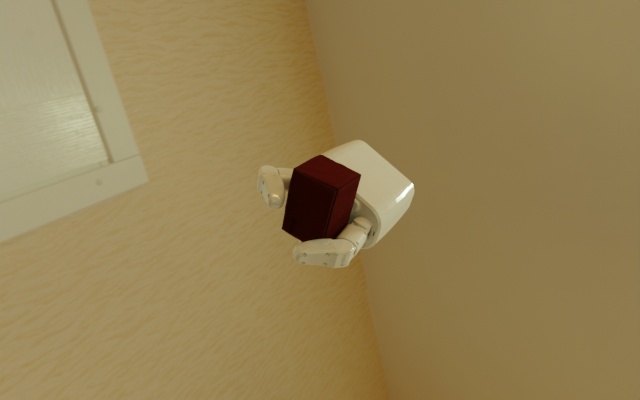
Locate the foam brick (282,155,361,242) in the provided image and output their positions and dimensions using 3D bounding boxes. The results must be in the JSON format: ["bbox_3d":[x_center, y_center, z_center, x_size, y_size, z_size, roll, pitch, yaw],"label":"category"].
[{"bbox_3d":[0.000,0.001,0.490,0.053,0.078,0.051,29,36,22],"label":"foam brick"}]
